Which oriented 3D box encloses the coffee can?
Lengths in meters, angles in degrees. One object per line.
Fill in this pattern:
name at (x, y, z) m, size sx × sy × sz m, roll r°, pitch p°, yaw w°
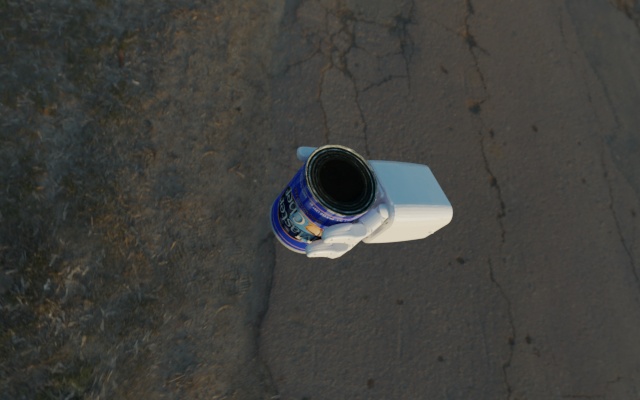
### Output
coffee can at (0.000, 0.002, 0.657) m, size 0.103 × 0.102 × 0.140 m, roll 0°, pitch -24°, yaw -26°
